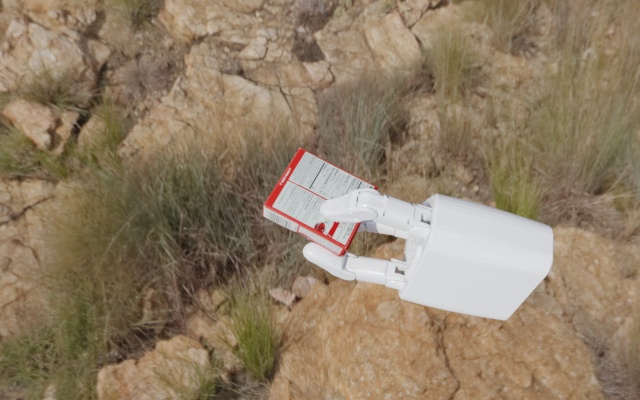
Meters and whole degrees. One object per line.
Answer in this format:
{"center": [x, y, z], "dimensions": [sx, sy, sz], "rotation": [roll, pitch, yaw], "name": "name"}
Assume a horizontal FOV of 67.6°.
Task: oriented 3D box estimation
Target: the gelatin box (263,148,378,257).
{"center": [0.000, 0.001, 0.461], "dimensions": [0.089, 0.073, 0.030], "rotation": [28, -25, 3], "name": "gelatin box"}
